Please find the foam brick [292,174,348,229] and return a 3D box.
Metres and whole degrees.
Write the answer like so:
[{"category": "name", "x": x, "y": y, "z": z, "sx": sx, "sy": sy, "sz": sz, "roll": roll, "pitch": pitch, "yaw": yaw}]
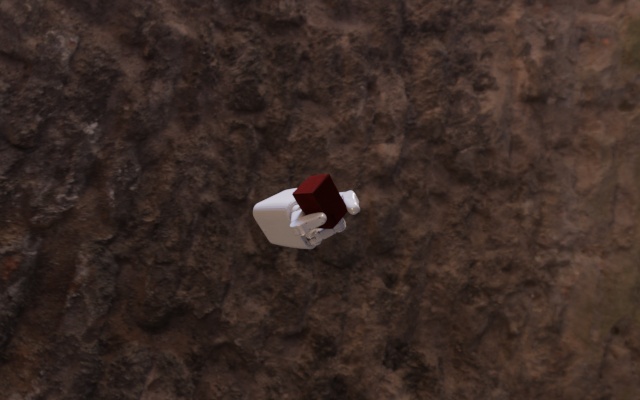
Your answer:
[{"category": "foam brick", "x": 0.000, "y": 0.002, "z": 0.796, "sx": 0.051, "sy": 0.078, "sz": 0.053, "roll": 0, "pitch": 38, "yaw": 46}]
